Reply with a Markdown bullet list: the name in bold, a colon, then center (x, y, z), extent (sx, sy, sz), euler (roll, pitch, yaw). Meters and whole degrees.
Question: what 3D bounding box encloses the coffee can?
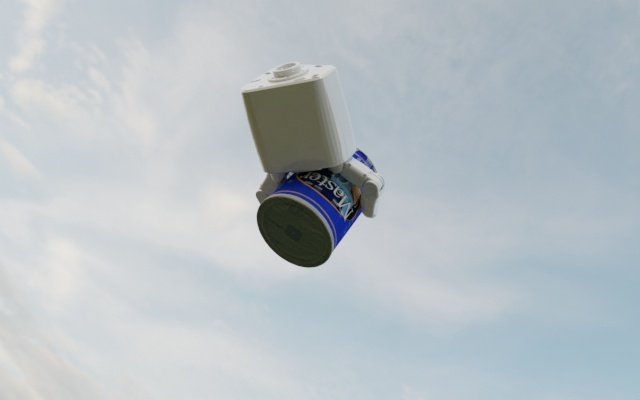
- **coffee can**: center (0.000, 0.002, 0.606), extent (0.103, 0.103, 0.140), euler (0, 32, 33)
